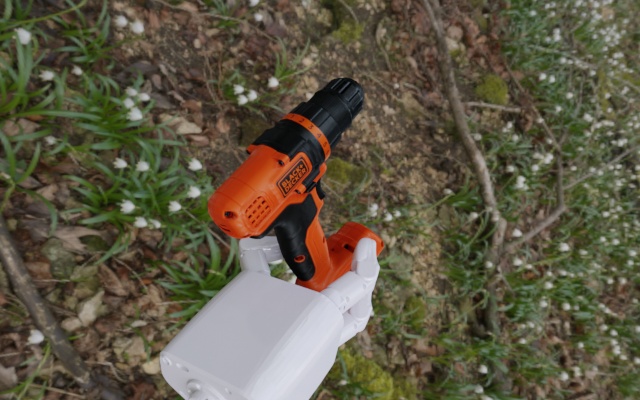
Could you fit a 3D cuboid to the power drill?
[{"bbox_3d":[0.000,0.002,0.457,0.057,0.184,0.188,21,-30,43],"label":"power drill"}]
